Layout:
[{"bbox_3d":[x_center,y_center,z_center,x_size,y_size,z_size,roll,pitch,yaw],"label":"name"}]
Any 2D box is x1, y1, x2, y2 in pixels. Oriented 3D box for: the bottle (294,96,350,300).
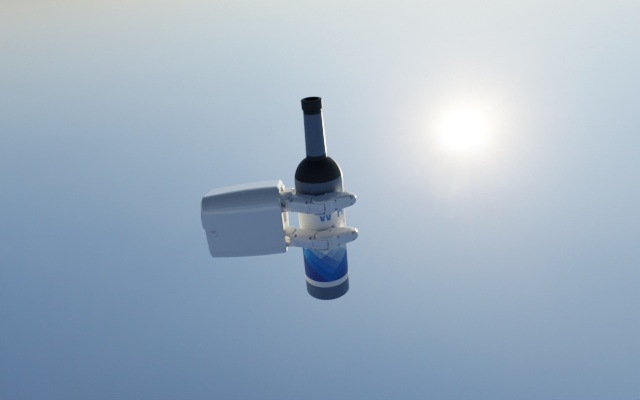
[{"bbox_3d":[0.000,0.002,0.673,0.069,0.296,0.069,-4,26,2],"label":"bottle"}]
